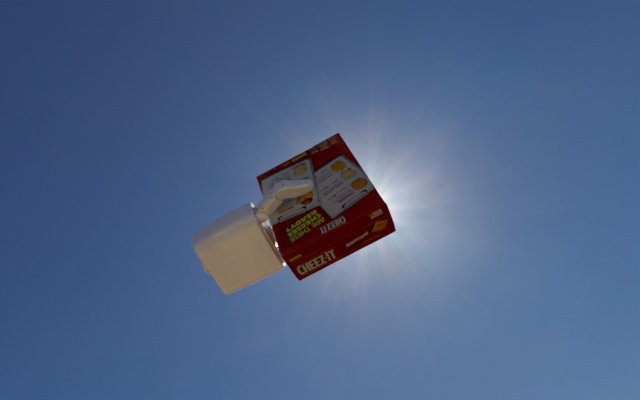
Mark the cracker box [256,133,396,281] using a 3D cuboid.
[{"bbox_3d":[0.000,0.002,0.754,0.164,0.072,0.213,-28,39,1],"label":"cracker box"}]
